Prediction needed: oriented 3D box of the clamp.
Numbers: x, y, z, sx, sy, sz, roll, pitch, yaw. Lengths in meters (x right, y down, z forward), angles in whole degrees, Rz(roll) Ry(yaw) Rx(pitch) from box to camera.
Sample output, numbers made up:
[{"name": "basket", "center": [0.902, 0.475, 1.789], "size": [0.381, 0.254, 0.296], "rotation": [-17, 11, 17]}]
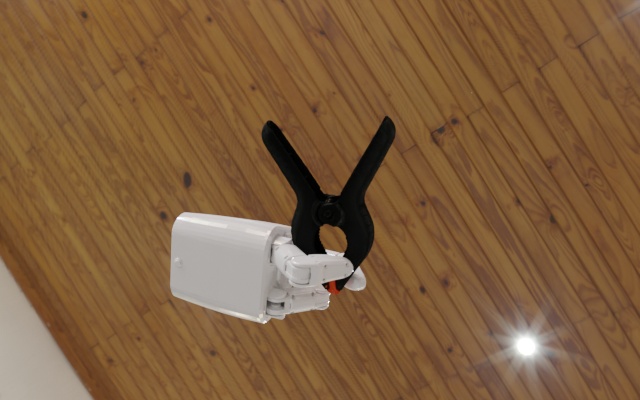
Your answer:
[{"name": "clamp", "center": [0.000, 0.001, 0.445], "size": [0.120, 0.171, 0.039], "rotation": [10, 15, 16]}]
